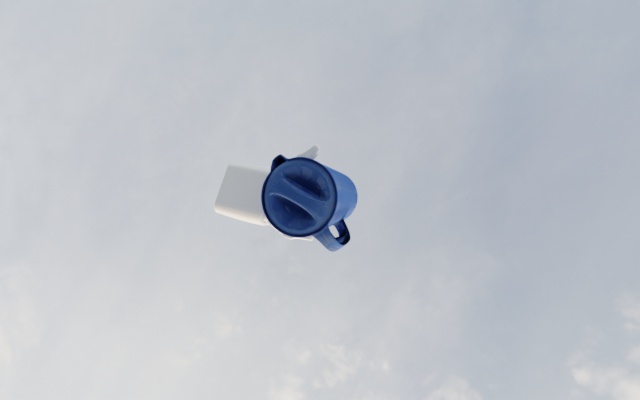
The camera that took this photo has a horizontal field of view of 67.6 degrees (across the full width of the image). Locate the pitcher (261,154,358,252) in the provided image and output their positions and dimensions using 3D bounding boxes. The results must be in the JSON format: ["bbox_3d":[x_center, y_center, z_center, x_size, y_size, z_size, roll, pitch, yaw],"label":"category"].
[{"bbox_3d":[0.000,0.003,0.892,0.145,0.149,0.243,10,3,16],"label":"pitcher"}]
